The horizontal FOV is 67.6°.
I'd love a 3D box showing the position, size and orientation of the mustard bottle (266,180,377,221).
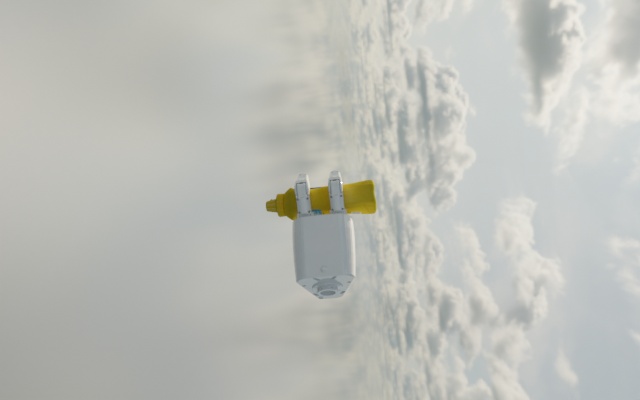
[{"bbox_3d":[0.000,0.002,0.834,0.191,0.058,0.096,-6,-6,4],"label":"mustard bottle"}]
